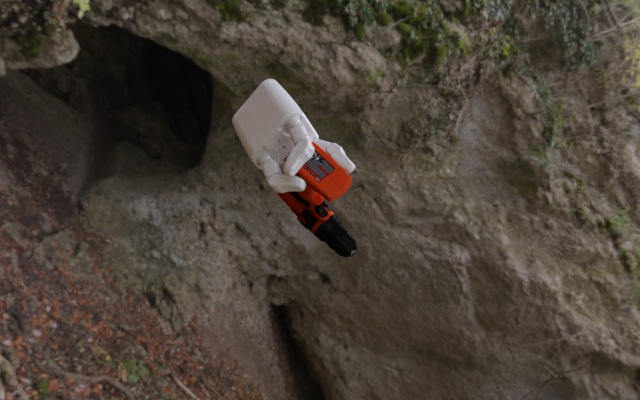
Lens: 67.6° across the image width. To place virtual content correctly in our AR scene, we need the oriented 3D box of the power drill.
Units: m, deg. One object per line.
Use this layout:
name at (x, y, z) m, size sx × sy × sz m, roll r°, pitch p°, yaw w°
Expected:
power drill at (0.000, 0.002, 0.793) m, size 0.057 × 0.184 × 0.188 m, roll -41°, pitch -15°, yaw -23°
